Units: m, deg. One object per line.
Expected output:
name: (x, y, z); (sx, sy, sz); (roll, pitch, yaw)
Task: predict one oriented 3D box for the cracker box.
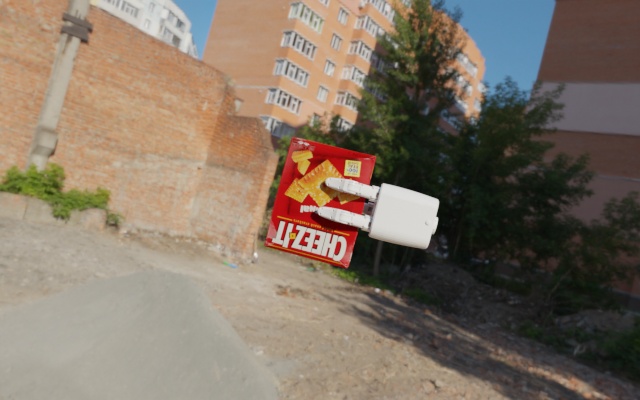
cracker box: (0.000, 0.003, 0.898); (0.164, 0.213, 0.072); (14, -2, 5)
